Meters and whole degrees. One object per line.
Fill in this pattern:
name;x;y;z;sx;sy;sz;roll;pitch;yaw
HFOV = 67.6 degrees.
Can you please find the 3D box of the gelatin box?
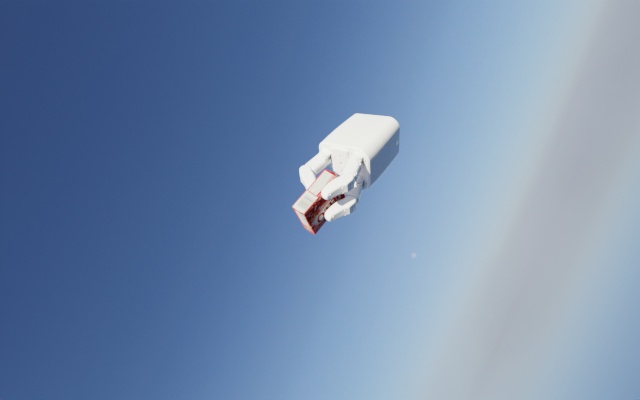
gelatin box;0.000;0.003;0.799;0.030;0.089;0.073;32;-18;29
